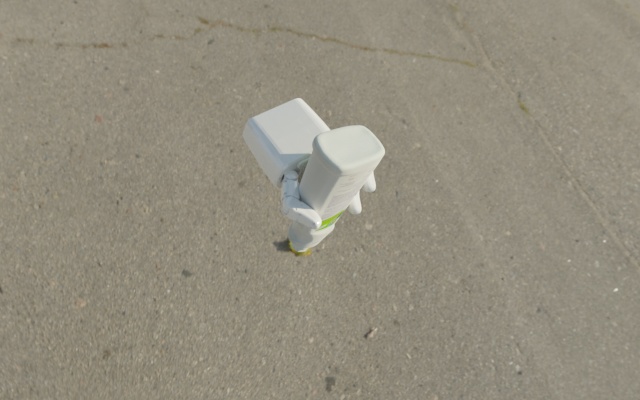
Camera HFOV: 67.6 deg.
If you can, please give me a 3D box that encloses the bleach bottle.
[{"bbox_3d":[0.000,0.002,0.709,0.102,0.068,0.251,-21,-27,-36],"label":"bleach bottle"}]
